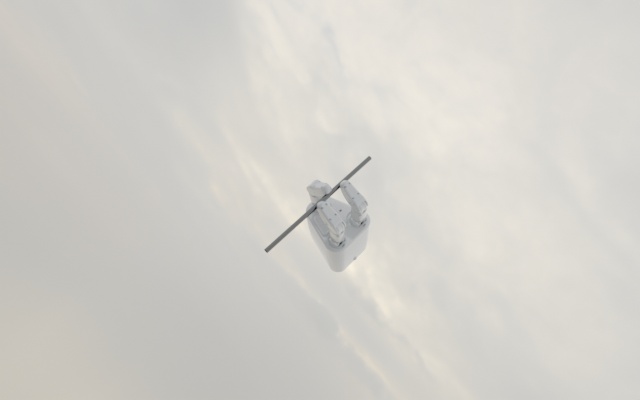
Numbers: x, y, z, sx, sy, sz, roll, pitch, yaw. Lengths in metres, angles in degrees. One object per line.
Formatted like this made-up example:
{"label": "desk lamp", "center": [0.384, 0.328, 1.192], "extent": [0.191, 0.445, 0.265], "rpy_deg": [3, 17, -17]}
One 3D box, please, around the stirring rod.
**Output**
{"label": "stirring rod", "center": [0.000, 0.003, 0.776], "extent": [0.239, 0.011, 0.011], "rpy_deg": [-42, 16, -19]}
